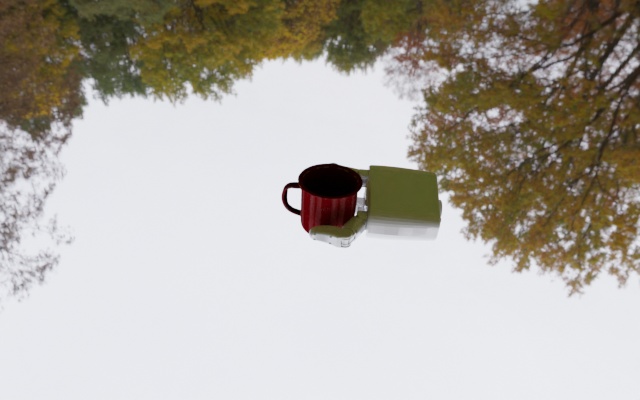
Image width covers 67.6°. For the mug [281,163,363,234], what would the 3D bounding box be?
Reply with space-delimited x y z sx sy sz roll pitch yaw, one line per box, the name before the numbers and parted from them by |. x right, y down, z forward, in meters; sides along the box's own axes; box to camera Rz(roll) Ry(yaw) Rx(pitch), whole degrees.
mug | -0.001 0.002 0.705 0.117 0.082 0.093 5 35 2
